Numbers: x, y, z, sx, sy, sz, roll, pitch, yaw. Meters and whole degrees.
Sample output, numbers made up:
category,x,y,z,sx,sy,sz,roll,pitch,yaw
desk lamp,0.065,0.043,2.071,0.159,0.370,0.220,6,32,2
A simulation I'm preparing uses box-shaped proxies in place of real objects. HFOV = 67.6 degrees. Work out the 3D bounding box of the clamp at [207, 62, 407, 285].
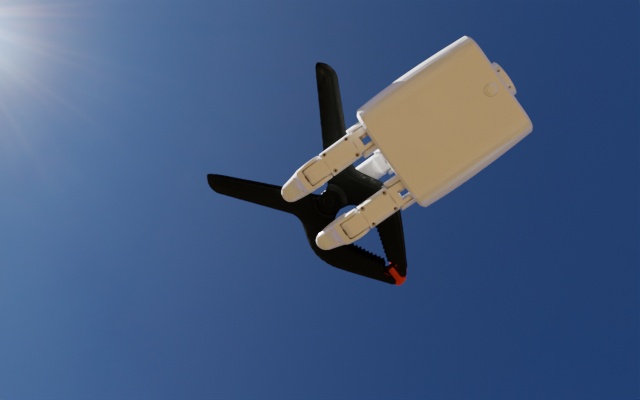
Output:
category,x,y,z,sx,sy,sz,roll,pitch,yaw
clamp,0.001,0.002,0.456,0.164,0.210,0.036,-35,1,16
